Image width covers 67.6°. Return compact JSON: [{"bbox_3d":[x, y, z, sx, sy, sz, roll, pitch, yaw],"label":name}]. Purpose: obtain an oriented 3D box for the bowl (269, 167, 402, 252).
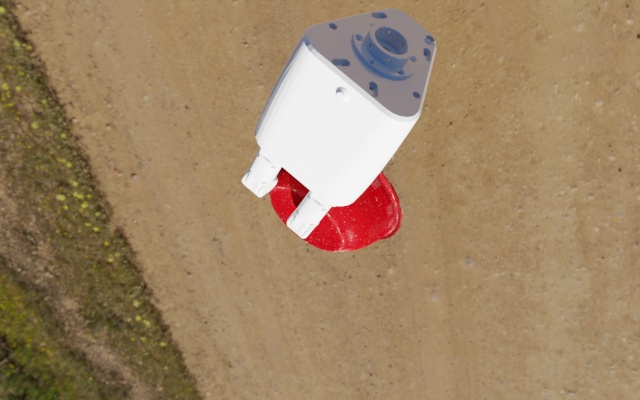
[{"bbox_3d":[0.000,0.003,0.490,0.162,0.162,0.055,0,43,52],"label":"bowl"}]
